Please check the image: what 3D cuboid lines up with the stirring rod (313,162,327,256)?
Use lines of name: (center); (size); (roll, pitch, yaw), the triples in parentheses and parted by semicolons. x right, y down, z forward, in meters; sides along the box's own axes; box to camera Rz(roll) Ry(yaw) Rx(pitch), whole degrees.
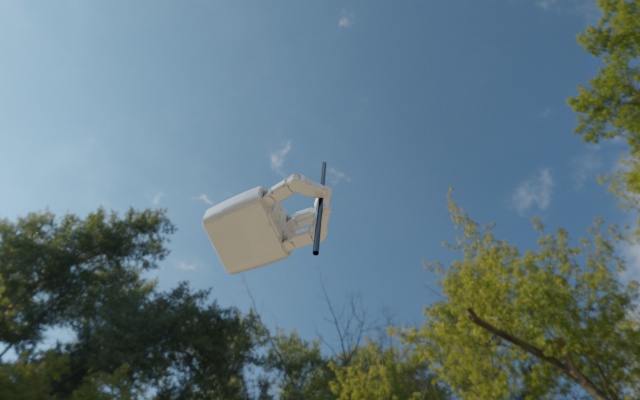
stirring rod: (0.000, 0.002, 0.707); (0.011, 0.011, 0.239); (0, 33, 3)
